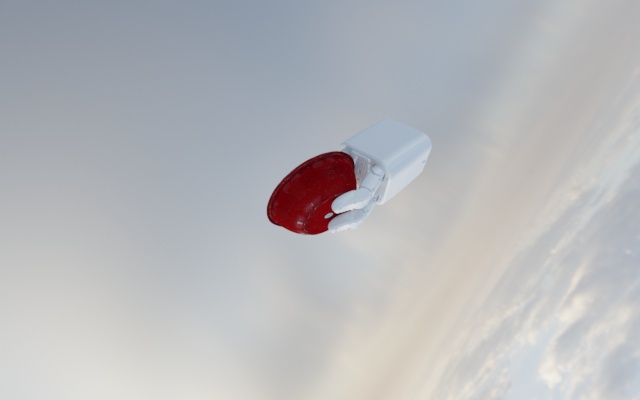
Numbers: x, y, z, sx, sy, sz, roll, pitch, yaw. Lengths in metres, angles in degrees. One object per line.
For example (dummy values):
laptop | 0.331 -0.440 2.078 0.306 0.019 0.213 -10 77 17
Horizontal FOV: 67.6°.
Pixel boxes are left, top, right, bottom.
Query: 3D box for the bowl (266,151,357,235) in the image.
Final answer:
bowl | -0.001 0.003 0.730 0.162 0.055 0.162 -28 -29 -17
